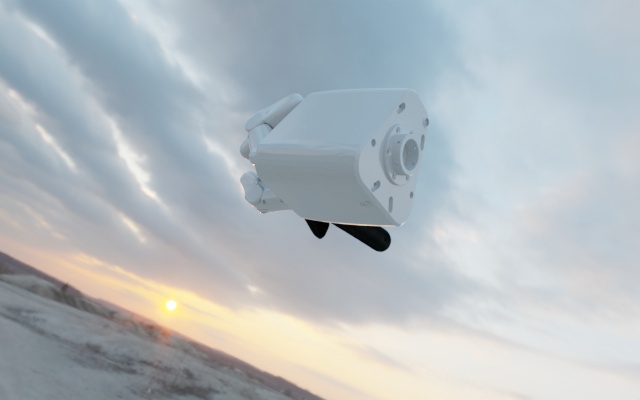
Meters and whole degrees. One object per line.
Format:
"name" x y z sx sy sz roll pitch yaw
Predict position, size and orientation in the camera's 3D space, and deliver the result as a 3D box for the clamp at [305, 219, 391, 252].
"clamp" 0.000 0.001 0.508 0.120 0.039 0.171 6 -28 40
